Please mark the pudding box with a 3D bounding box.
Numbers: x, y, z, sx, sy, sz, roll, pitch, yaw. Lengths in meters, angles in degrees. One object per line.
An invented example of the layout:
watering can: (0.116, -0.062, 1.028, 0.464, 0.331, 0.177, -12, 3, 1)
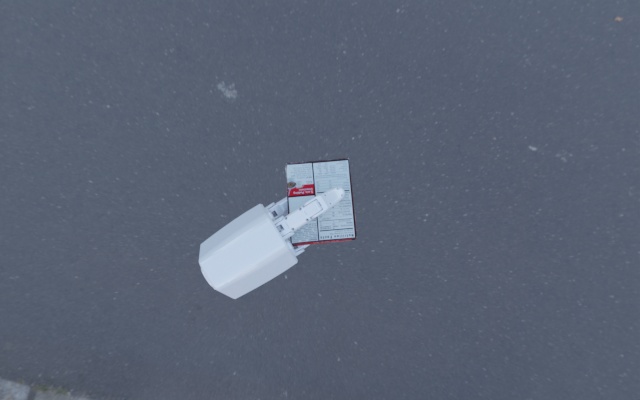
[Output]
pudding box: (0.000, 0.002, 0.648, 0.090, 0.113, 0.039, -4, -4, -2)
